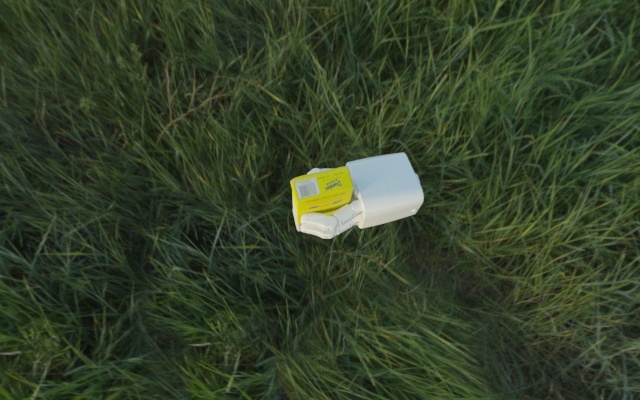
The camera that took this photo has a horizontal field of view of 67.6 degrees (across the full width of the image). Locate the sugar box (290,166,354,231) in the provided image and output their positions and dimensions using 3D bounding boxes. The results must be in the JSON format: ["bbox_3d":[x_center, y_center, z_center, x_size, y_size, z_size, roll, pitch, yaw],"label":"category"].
[{"bbox_3d":[0.000,0.003,0.807,0.093,0.048,0.176,-13,-20,-5],"label":"sugar box"}]
